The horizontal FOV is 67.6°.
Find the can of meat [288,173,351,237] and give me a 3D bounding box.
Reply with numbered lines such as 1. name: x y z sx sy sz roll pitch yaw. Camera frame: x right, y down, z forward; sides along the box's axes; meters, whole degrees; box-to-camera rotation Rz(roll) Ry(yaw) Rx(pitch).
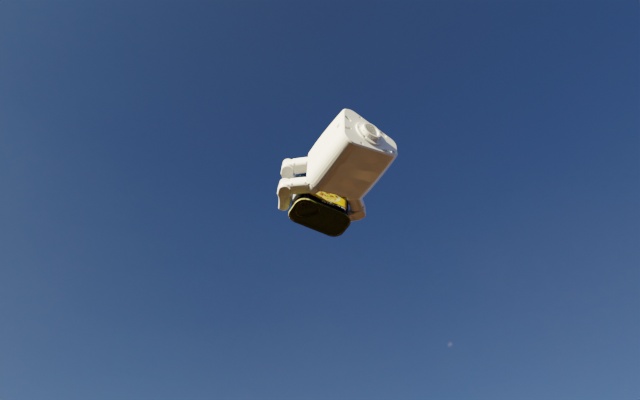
1. can of meat: 0.000 0.003 0.820 0.102 0.083 0.057 22 -51 -17
